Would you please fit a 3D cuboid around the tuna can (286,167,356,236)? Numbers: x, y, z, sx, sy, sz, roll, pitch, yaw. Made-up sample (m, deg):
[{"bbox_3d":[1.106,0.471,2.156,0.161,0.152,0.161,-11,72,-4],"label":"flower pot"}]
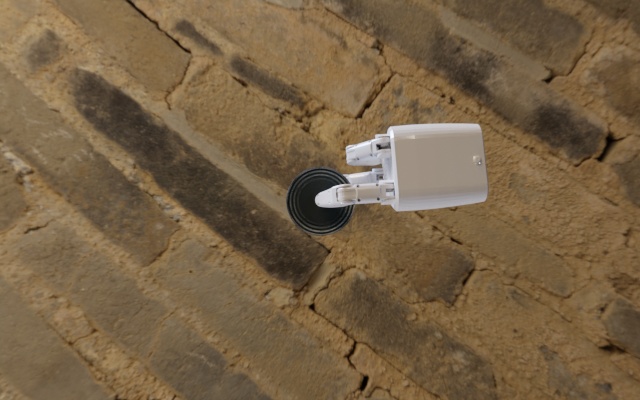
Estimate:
[{"bbox_3d":[0.000,0.002,0.604,0.086,0.086,0.034,0,-4,-2],"label":"tuna can"}]
